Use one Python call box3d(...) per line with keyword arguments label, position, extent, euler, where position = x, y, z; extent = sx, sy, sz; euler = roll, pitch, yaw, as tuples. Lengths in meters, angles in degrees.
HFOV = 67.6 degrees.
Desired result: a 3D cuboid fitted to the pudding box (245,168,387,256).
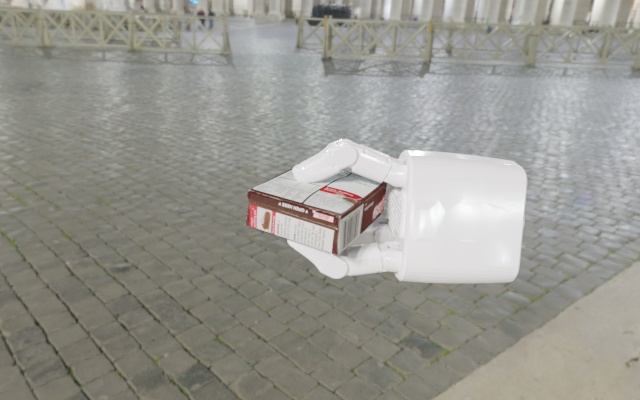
box3d(label="pudding box", position=(0.000, 0.001, 0.434), extent=(0.090, 0.039, 0.113), euler=(15, 22, 23))
